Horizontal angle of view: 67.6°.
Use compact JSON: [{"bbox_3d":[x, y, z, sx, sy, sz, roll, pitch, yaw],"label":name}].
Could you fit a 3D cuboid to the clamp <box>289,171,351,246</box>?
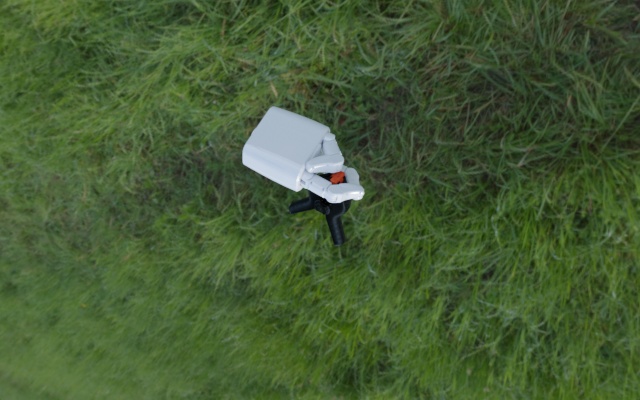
[{"bbox_3d":[0.000,0.003,0.826,0.120,0.039,0.172,25,-39,12],"label":"clamp"}]
